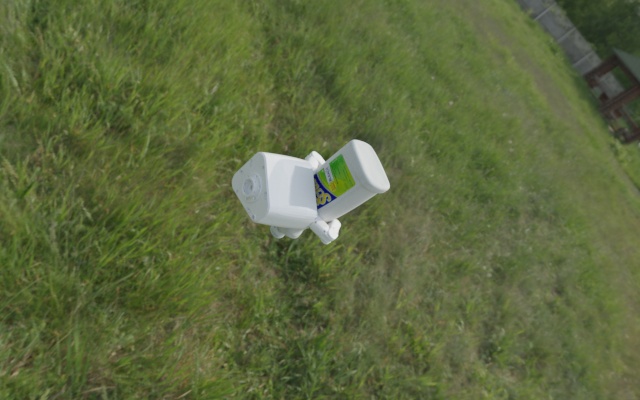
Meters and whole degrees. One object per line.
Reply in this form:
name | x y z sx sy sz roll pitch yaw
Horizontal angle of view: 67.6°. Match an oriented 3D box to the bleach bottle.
bleach bottle | 0.000 0.003 0.849 0.068 0.102 0.251 9 -38 -47
